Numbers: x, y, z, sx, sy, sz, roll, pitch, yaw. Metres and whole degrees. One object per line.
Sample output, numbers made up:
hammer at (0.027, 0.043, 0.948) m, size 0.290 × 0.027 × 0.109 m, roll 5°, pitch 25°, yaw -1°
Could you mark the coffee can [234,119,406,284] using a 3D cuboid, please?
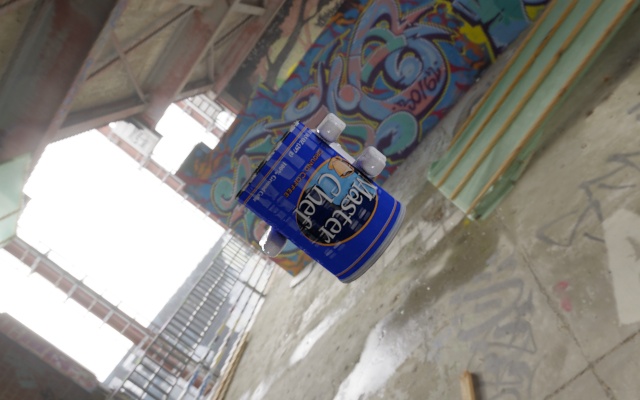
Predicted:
coffee can at (0.000, 0.002, 0.483) m, size 0.140 × 0.103 × 0.103 m, roll 39°, pitch -5°, yaw -7°
